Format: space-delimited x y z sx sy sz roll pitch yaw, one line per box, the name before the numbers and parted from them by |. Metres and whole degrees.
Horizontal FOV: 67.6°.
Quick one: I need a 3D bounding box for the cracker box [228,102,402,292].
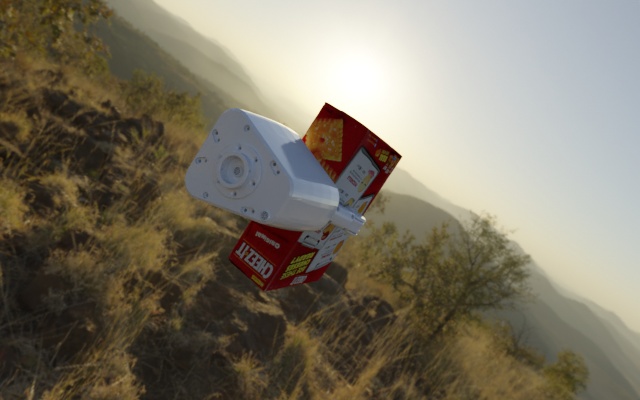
cracker box | 0.000 0.002 0.596 0.072 0.214 0.164 37 9 21
